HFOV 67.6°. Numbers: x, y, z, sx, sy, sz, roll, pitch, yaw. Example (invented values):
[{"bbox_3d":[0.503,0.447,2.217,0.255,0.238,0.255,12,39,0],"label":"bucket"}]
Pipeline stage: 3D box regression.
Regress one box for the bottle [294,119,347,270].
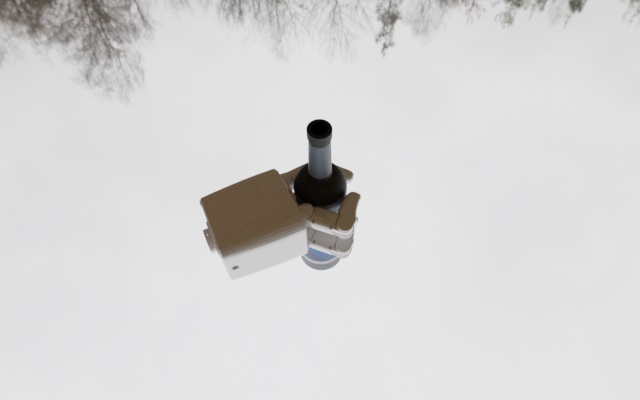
[{"bbox_3d":[0.000,0.002,0.622,0.069,0.069,0.296,0,-32,1],"label":"bottle"}]
